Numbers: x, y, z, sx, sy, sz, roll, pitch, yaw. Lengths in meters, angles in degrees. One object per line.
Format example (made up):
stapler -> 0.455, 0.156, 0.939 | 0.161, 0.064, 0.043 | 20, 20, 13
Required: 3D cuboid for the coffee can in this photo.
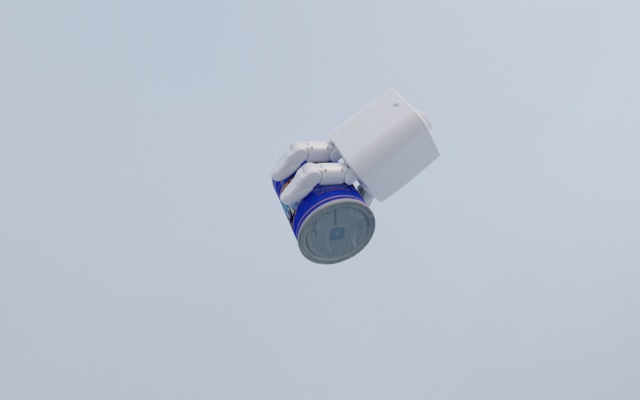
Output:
coffee can -> 0.000, 0.002, 0.647 | 0.103, 0.103, 0.140 | 0, 36, -23
